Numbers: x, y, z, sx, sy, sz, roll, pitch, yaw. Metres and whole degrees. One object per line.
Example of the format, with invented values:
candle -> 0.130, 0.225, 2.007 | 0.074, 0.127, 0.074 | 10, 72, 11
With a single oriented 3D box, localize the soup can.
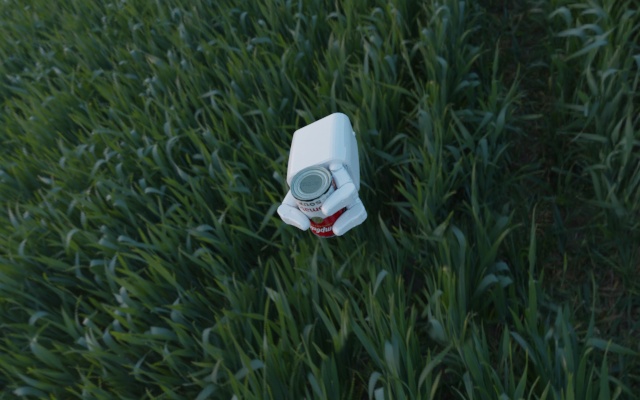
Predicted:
soup can -> 0.000, 0.003, 0.742 | 0.068, 0.068, 0.102 | 0, -36, 21
